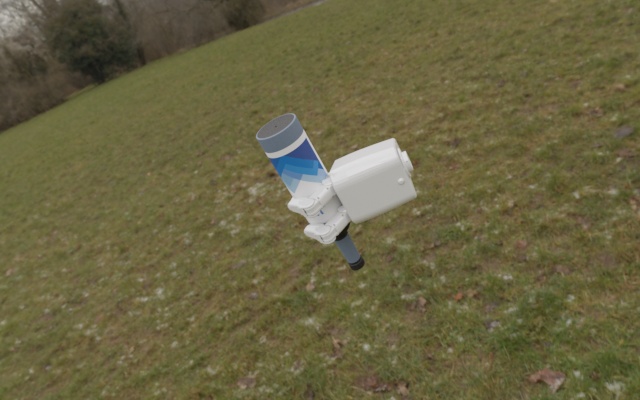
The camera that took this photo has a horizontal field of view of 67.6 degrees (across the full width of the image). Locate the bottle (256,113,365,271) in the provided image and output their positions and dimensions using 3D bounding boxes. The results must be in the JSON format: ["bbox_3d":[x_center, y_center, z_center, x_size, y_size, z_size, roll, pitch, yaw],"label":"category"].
[{"bbox_3d":[0.000,0.002,0.766,0.069,0.296,0.069,-23,30,14],"label":"bottle"}]
